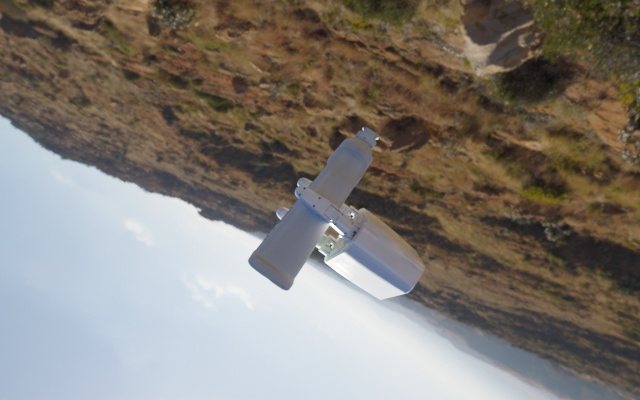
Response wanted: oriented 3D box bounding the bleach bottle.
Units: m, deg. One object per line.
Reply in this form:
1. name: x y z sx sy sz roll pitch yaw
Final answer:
1. bleach bottle: 0.000 0.002 0.661 0.068 0.251 0.102 37 -8 -4
